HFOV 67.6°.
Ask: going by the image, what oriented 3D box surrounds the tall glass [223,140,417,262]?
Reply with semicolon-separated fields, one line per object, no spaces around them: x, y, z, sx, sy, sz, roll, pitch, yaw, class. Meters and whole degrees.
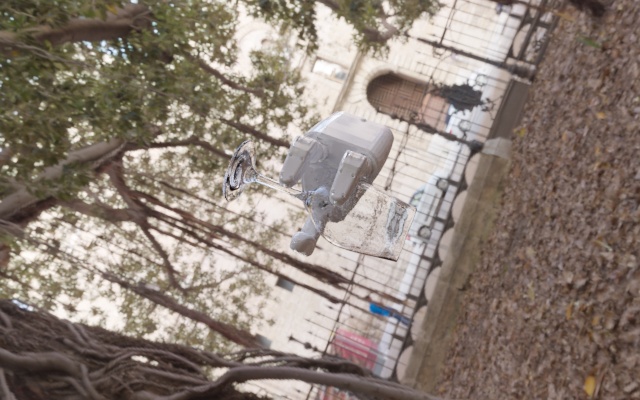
-0.001;0.002;0.523;0.201;0.079;0.079;21;4;10;tall glass
